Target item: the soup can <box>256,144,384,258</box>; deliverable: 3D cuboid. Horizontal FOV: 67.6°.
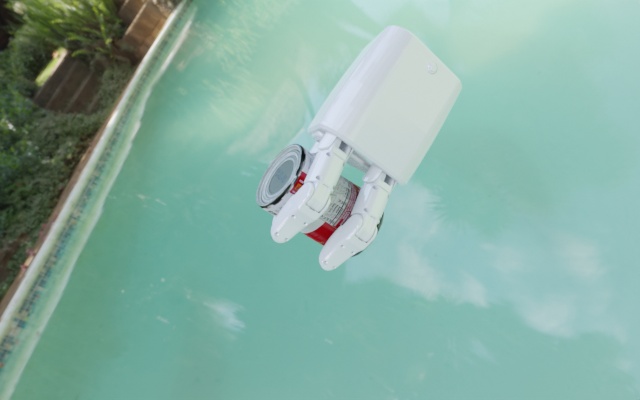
[{"bbox_3d":[0.000,0.002,0.446,0.102,0.068,0.068,33,-17,-28],"label":"soup can"}]
